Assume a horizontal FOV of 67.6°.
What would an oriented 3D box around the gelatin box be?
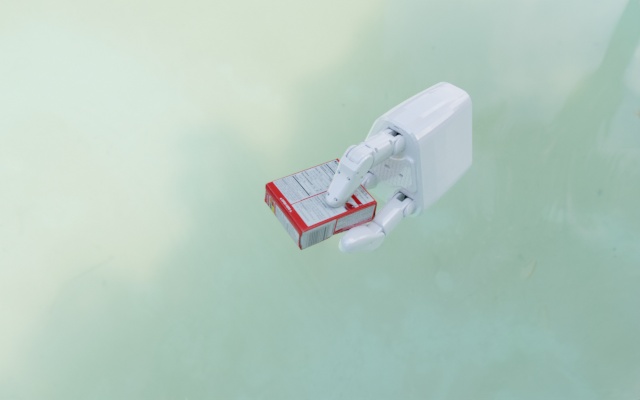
[{"bbox_3d":[0.000,0.001,0.474,0.089,0.030,0.073,-21,51,-26],"label":"gelatin box"}]
